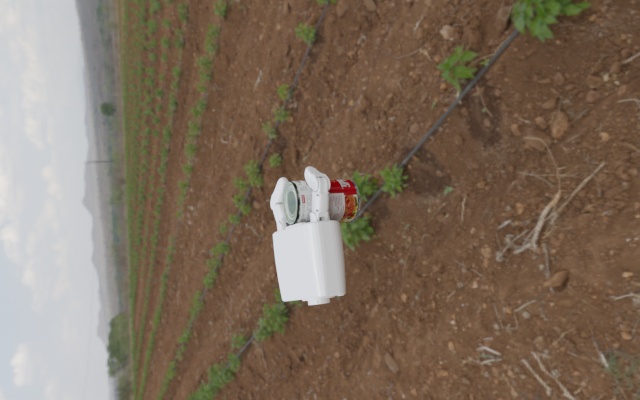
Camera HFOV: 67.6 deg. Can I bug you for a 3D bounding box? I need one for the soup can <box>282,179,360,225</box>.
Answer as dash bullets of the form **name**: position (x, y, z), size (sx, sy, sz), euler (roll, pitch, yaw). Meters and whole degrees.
- **soup can**: position (0.000, 0.002, 0.731), size (0.102, 0.068, 0.068), euler (-3, 1, -24)
